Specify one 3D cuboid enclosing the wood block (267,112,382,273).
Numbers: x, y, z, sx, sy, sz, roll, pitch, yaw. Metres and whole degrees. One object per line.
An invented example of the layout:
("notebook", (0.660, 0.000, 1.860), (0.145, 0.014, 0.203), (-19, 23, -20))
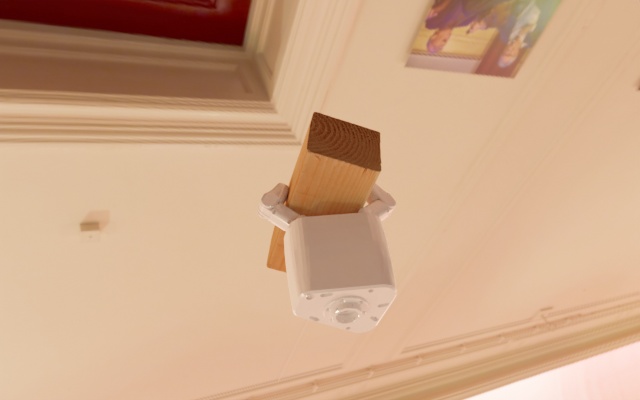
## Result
("wood block", (0.000, 0.002, 0.628), (0.091, 0.206, 0.090), (16, 40, -8))
